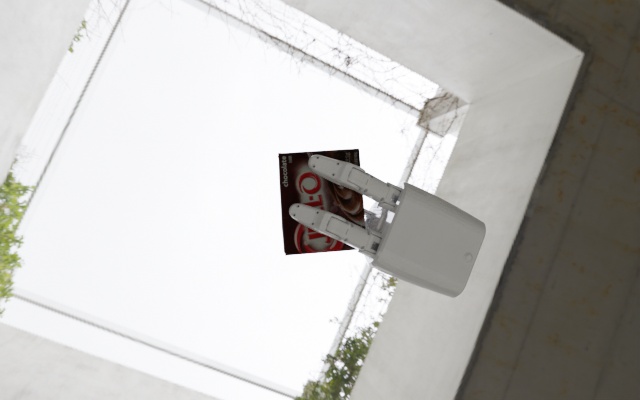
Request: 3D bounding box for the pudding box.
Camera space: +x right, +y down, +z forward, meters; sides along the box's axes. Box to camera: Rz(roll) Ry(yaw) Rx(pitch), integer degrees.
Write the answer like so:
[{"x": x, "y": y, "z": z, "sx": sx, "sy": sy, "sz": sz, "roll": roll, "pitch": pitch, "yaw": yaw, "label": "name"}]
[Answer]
[{"x": 0.000, "y": 0.002, "z": 0.527, "sx": 0.090, "sy": 0.113, "sz": 0.039, "roll": -4, "pitch": -2, "yaw": -9, "label": "pudding box"}]
